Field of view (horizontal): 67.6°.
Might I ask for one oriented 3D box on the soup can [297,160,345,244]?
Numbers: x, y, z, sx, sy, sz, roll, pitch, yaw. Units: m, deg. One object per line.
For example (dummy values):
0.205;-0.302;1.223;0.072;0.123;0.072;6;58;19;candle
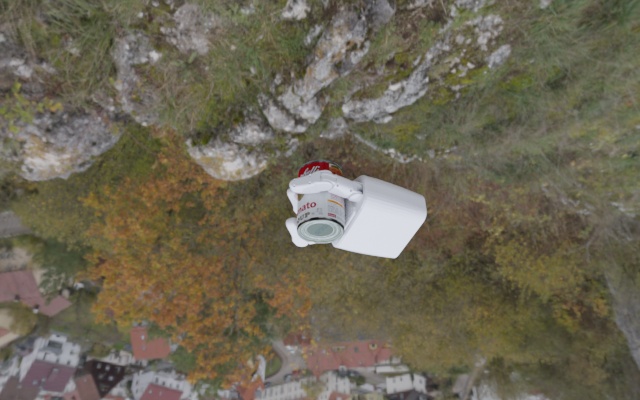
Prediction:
0.000;0.002;0.684;0.068;0.102;0.069;0;-34;0;soup can
